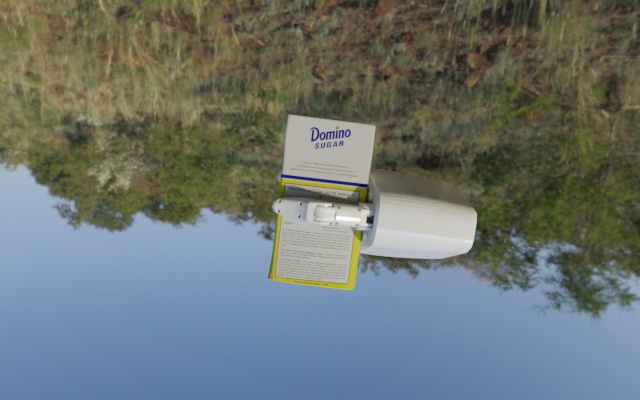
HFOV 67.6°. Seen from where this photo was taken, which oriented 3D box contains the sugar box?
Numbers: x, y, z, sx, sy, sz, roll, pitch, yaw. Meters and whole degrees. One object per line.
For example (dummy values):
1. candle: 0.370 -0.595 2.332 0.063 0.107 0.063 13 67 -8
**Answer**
1. sugar box: 0.000 0.002 0.511 0.093 0.176 0.048 7 5 -4
